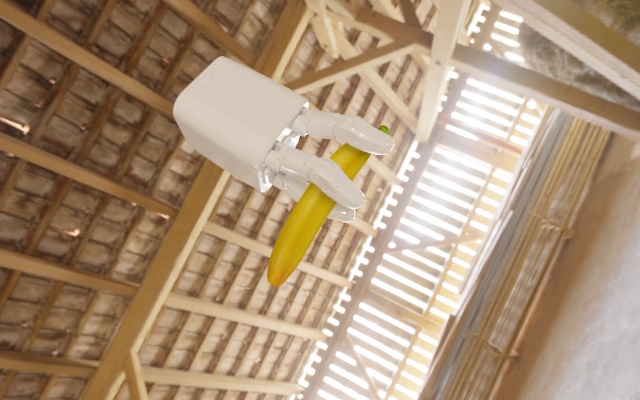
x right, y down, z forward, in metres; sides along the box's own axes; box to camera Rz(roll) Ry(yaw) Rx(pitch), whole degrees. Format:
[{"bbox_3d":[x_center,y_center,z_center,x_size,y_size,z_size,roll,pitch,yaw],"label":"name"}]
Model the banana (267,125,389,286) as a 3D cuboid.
[{"bbox_3d":[-0.001,0.001,0.499,0.037,0.197,0.069,35,-12,-4],"label":"banana"}]
